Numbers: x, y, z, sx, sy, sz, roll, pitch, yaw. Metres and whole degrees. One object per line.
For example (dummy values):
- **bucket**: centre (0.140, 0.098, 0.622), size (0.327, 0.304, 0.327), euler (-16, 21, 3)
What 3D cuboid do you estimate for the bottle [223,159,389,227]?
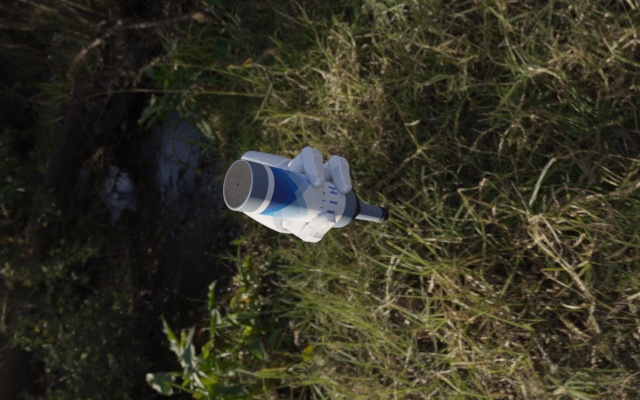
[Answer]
- **bottle**: centre (0.000, 0.002, 0.707), size (0.296, 0.069, 0.069), euler (12, -8, -43)
